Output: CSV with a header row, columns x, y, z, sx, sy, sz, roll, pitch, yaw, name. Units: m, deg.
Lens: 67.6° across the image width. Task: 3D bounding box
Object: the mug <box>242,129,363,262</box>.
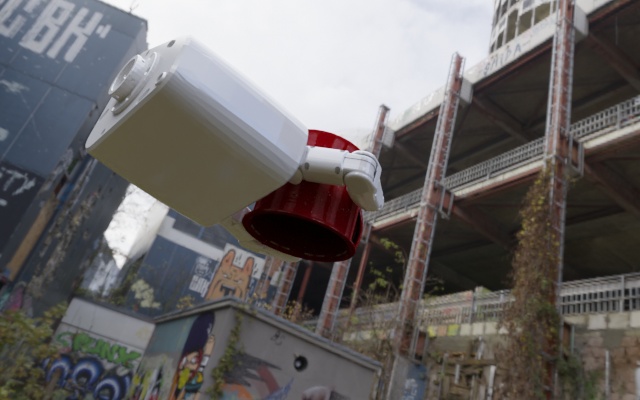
x,y,z,sx,sy,sz,roll,pitch,yaw,name
0.001,0.002,0.402,0.093,0.081,0.117,-9,-35,42,mug
